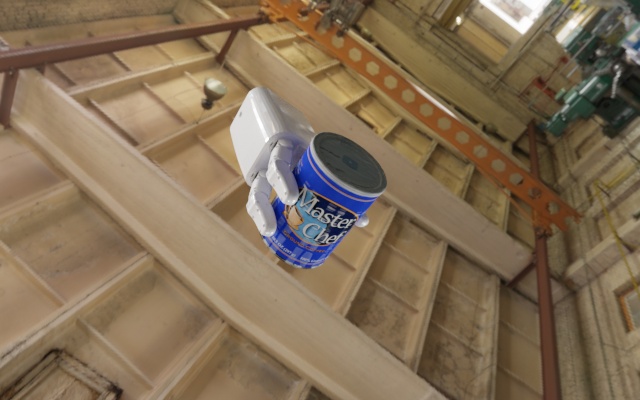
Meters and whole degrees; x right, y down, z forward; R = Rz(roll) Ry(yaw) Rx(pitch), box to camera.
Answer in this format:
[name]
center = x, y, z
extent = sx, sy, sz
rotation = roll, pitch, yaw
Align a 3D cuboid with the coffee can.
[coffee can]
center = 0.000, 0.002, 0.589
extent = 0.103, 0.102, 0.140
rotation = 0, -43, -44
